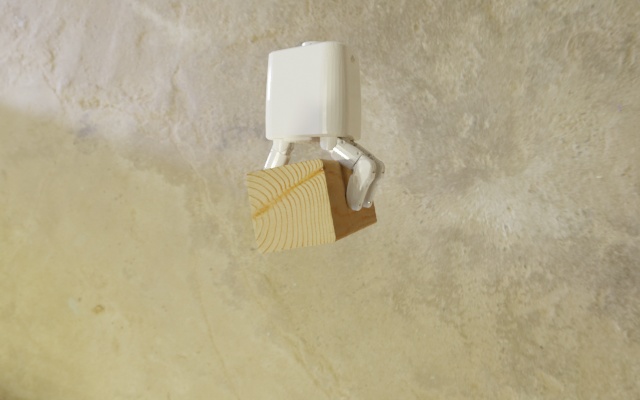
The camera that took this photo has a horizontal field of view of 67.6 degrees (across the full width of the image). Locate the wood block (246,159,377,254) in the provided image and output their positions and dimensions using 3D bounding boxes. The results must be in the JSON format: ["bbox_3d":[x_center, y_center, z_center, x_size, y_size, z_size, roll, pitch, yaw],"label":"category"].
[{"bbox_3d":[0.000,0.002,0.593,0.091,0.090,0.206,-10,0,19],"label":"wood block"}]
